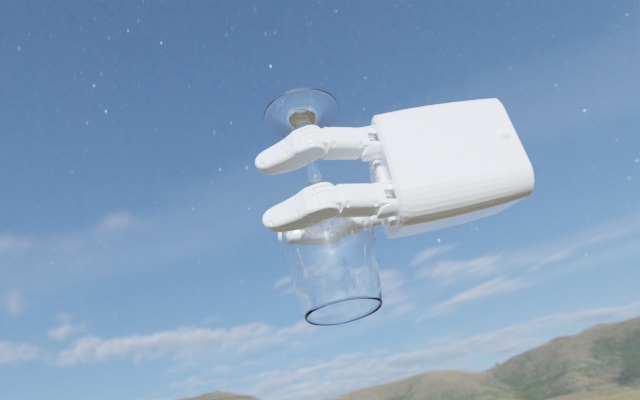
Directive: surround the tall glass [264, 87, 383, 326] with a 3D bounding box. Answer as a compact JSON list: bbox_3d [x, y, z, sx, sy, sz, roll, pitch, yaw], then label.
[{"bbox_3d":[0.000,0.001,0.416,0.079,0.201,0.079,-9,-29,-5],"label":"tall glass"}]
